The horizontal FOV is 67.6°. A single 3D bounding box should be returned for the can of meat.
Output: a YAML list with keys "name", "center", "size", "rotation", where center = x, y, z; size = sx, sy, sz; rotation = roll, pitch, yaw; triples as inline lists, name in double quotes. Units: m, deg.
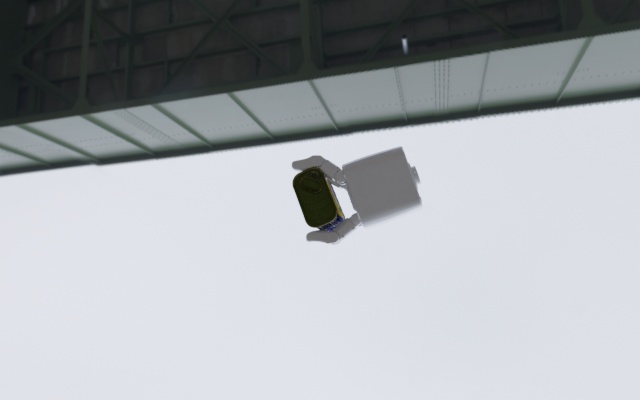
- name: "can of meat"
  center: [0.000, 0.003, 0.833]
  size: [0.057, 0.102, 0.084]
  rotation: [-24, -17, 9]
